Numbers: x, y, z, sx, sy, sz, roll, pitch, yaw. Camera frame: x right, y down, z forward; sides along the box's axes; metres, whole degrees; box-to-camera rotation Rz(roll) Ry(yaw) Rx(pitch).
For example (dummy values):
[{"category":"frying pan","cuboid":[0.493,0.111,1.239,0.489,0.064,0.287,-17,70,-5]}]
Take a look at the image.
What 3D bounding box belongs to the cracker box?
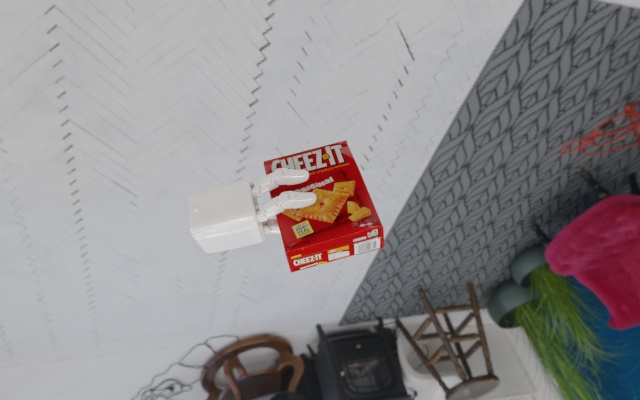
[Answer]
[{"category":"cracker box","cuboid":[0.000,0.003,0.833,0.164,0.213,0.072,-15,-39,-4]}]
